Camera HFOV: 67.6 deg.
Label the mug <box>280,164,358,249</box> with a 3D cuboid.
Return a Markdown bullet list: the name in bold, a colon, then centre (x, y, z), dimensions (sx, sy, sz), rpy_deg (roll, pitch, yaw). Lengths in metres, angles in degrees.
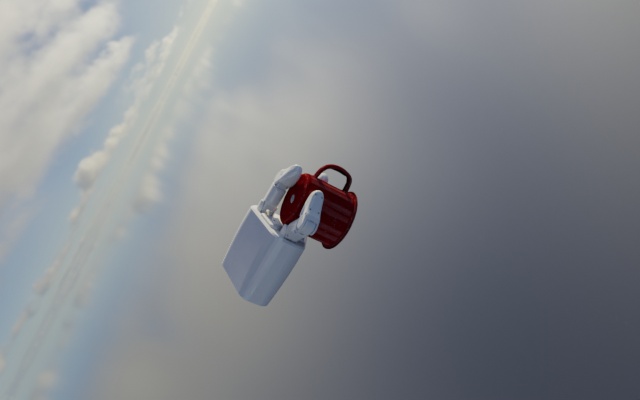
- **mug**: centre (0.001, 0.001, 0.687), dimensions (0.081, 0.117, 0.093), rpy_deg (27, 10, -21)
